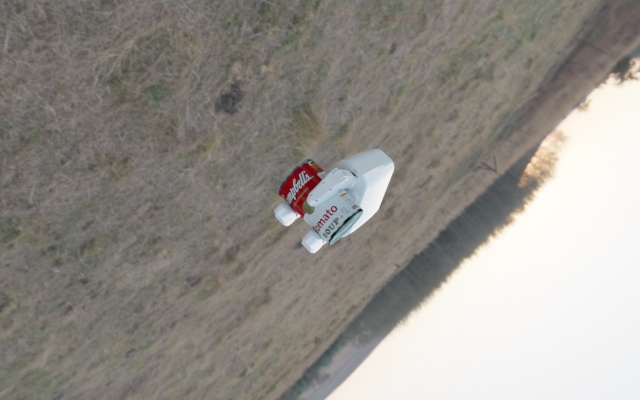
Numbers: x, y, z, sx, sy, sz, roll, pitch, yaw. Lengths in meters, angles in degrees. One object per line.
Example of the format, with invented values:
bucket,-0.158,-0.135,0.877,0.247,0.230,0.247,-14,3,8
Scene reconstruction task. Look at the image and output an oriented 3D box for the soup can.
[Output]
soup can,0.000,0.002,0.650,0.102,0.068,0.068,45,12,12
